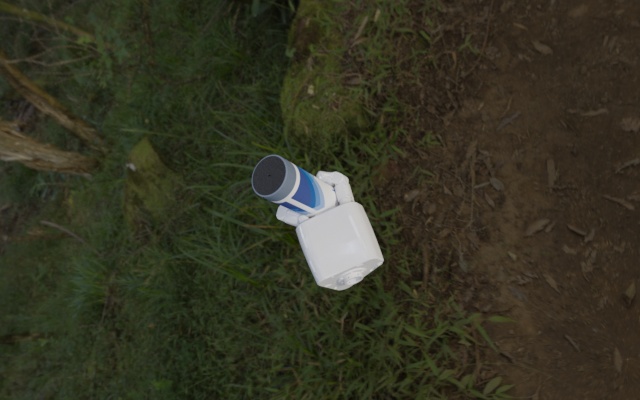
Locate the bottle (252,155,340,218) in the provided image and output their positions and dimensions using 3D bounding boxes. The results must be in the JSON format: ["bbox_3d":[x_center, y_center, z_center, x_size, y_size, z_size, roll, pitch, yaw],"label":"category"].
[{"bbox_3d":[0.000,0.003,0.825,0.069,0.069,0.296,0,-16,33],"label":"bottle"}]
